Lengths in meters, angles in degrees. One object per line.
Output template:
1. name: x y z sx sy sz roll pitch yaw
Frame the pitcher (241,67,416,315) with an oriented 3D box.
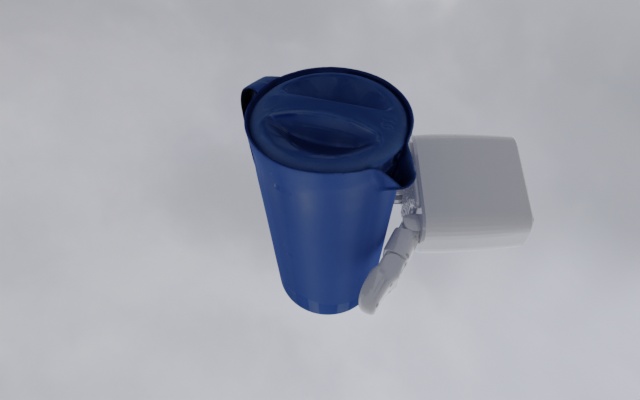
1. pitcher: 0.000 0.002 0.465 0.145 0.149 0.243 -2 -41 -1
